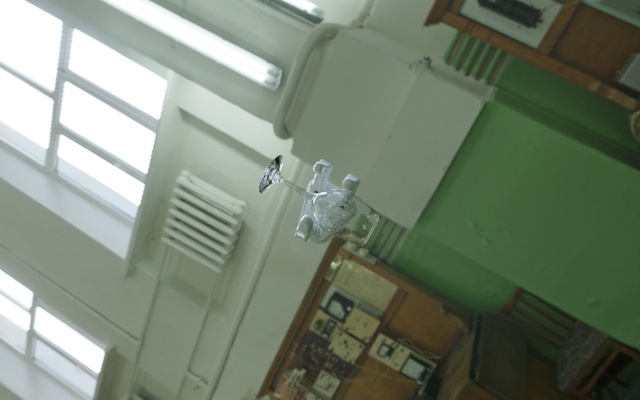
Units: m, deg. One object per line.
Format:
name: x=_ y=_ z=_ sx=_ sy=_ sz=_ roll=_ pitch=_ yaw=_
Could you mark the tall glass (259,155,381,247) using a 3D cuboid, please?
tall glass: x=-0.001 y=0.002 z=0.803 sx=0.201 sy=0.079 sz=0.079 roll=29 pitch=6 yaw=10
